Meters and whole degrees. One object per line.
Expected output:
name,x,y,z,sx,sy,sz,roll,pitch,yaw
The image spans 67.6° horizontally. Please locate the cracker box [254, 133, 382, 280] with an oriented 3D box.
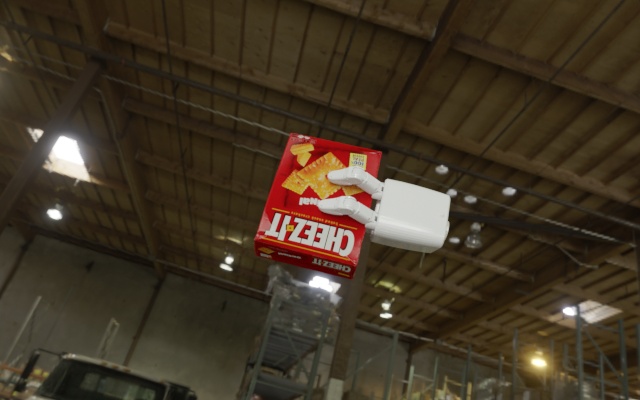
cracker box,0.000,0.003,0.786,0.164,0.213,0.072,13,-29,5
